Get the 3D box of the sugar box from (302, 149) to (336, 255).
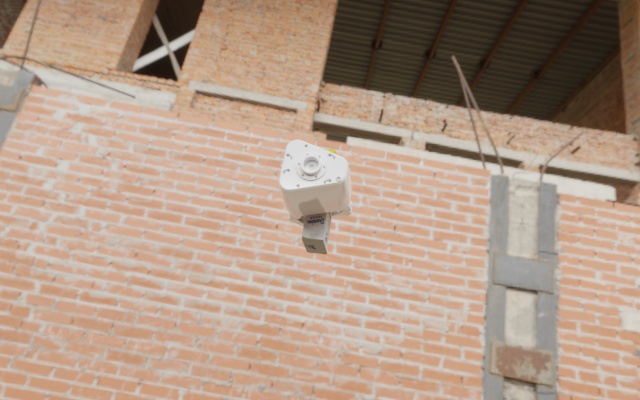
[{"bbox_3d":[0.000,0.003,0.887,0.048,0.176,0.093,7,-21,8],"label":"sugar box"}]
